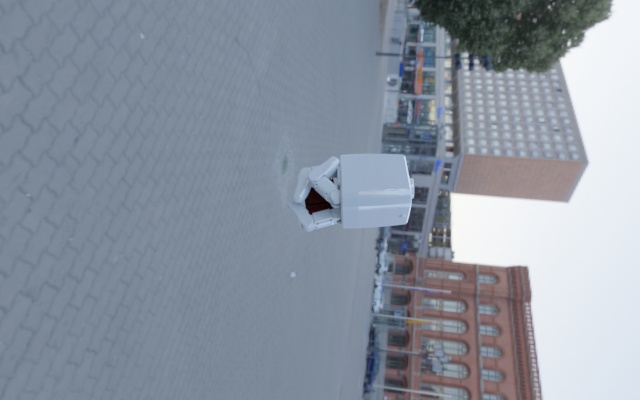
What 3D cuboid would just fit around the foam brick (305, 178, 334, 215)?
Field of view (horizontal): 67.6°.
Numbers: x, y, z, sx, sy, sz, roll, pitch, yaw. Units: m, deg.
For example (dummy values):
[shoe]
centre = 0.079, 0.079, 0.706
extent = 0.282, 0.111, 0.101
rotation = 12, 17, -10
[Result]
[foam brick]
centre = 0.000, 0.003, 0.809
extent = 0.051, 0.053, 0.078
rotation = -8, -29, -3
